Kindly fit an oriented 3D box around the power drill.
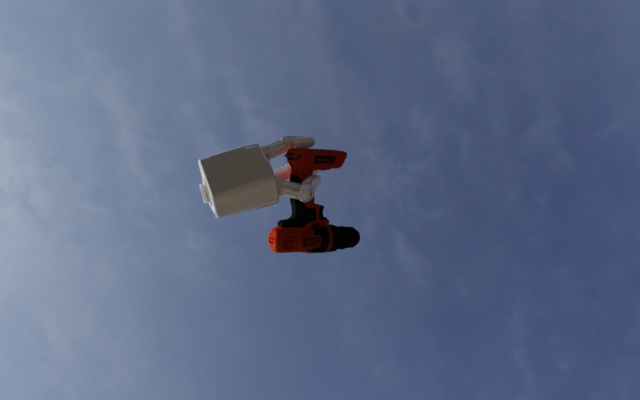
[{"bbox_3d":[0.000,0.002,0.852,0.184,0.187,0.057,0,9,-33],"label":"power drill"}]
